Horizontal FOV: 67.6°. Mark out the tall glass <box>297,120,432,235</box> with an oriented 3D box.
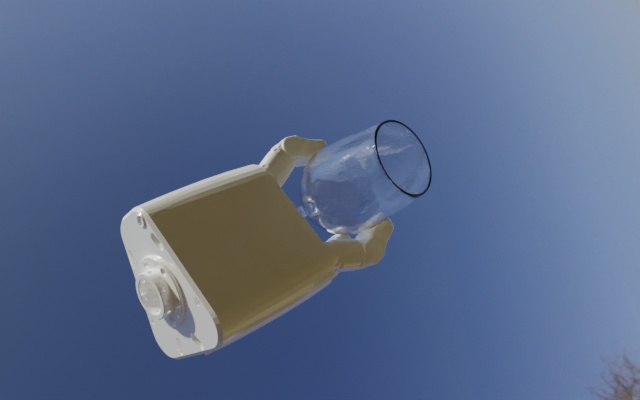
[{"bbox_3d":[0.000,0.002,0.422,0.079,0.079,0.201,0,-20,-42],"label":"tall glass"}]
